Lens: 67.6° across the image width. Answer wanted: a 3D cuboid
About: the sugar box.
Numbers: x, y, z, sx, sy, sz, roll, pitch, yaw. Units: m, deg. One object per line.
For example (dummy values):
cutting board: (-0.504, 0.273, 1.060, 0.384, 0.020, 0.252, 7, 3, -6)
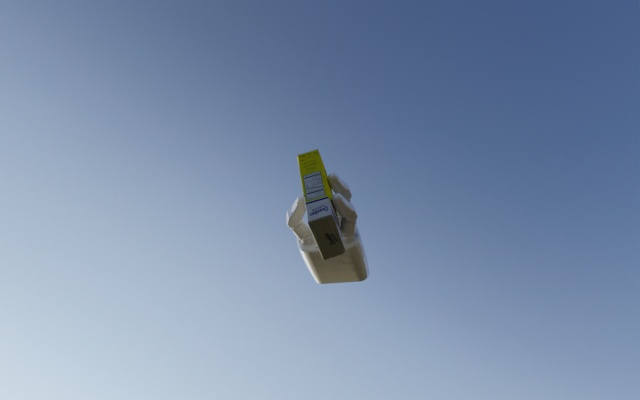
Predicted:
sugar box: (0.001, 0.002, 0.799, 0.048, 0.093, 0.176, -18, 42, 3)
